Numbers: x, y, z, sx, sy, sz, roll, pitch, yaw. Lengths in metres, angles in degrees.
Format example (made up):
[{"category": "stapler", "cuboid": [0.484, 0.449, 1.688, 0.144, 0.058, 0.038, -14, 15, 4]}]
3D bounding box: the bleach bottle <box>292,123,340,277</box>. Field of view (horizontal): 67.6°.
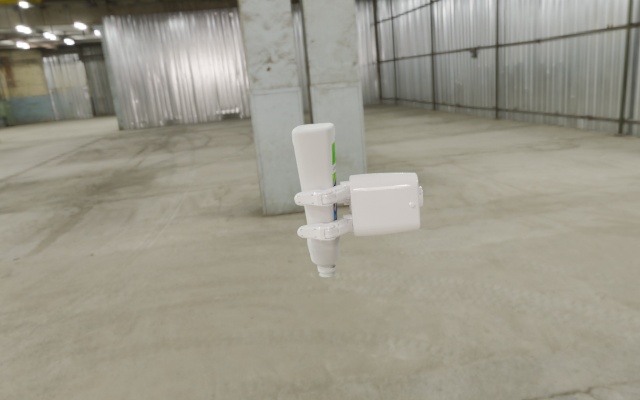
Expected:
[{"category": "bleach bottle", "cuboid": [0.000, 0.003, 0.794, 0.068, 0.251, 0.102, -4, 14, 6]}]
